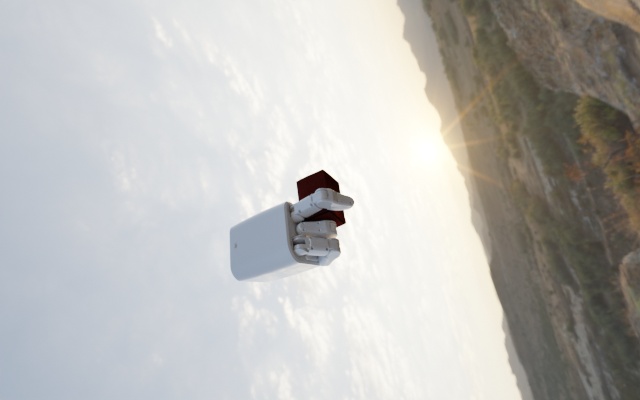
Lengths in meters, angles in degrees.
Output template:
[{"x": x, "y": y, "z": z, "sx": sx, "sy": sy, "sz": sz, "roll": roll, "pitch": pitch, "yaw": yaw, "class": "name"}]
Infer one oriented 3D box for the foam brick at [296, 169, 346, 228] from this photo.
[{"x": 0.000, "y": 0.002, "z": 0.728, "sx": 0.051, "sy": 0.078, "sz": 0.053, "roll": -24, "pitch": -36, "yaw": 22, "class": "foam brick"}]
